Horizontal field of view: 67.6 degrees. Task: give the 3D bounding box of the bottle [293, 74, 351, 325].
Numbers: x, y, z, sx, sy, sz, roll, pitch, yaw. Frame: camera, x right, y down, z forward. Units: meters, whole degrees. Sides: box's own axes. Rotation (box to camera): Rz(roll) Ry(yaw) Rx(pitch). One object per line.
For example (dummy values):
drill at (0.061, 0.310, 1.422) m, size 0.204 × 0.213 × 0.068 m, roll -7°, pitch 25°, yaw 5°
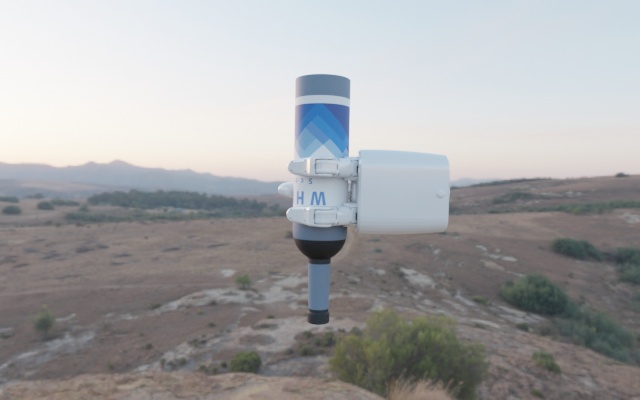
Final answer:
bottle at (0.000, 0.002, 0.580) m, size 0.069 × 0.296 × 0.069 m, roll 1°, pitch 2°, yaw 0°
